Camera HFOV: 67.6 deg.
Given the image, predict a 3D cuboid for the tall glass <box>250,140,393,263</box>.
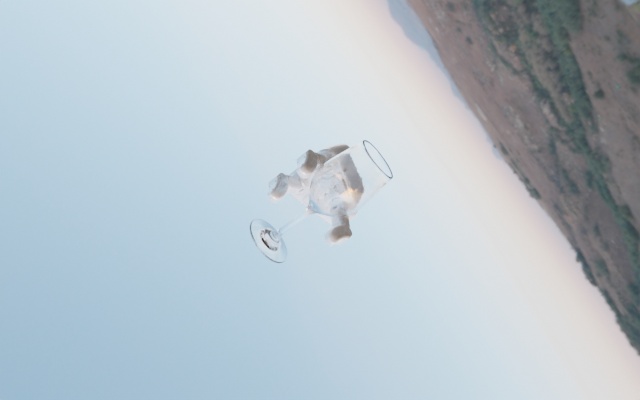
[{"bbox_3d":[0.000,0.003,0.650,0.201,0.079,0.079,-37,-15,21],"label":"tall glass"}]
